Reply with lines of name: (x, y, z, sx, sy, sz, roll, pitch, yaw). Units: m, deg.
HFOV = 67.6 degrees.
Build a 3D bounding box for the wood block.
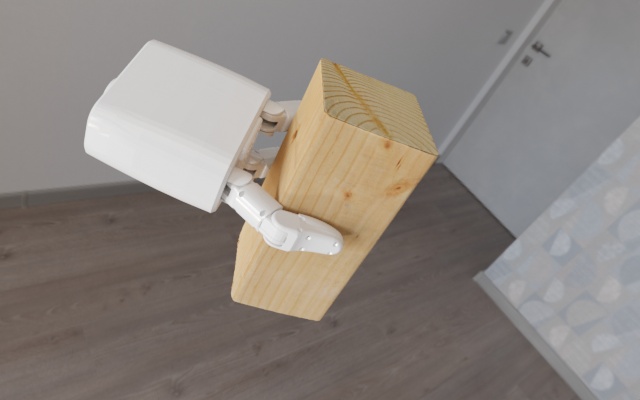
wood block: (0.000, 0.001, 0.412, 0.090, 0.206, 0.090, 18, 37, -16)
